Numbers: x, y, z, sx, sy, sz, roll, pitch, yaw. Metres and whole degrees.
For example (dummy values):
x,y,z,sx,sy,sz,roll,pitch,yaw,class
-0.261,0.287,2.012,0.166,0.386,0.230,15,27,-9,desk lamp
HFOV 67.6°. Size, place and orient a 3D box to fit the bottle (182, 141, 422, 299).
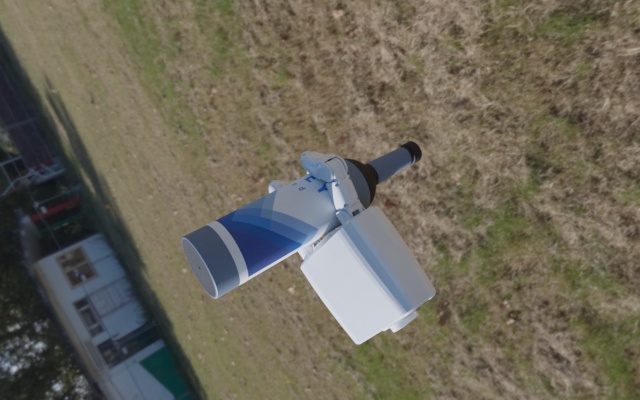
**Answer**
x,y,z,sx,sy,sz,roll,pitch,yaw,class
0.000,0.002,0.516,0.295,0.069,0.069,-28,14,-28,bottle
